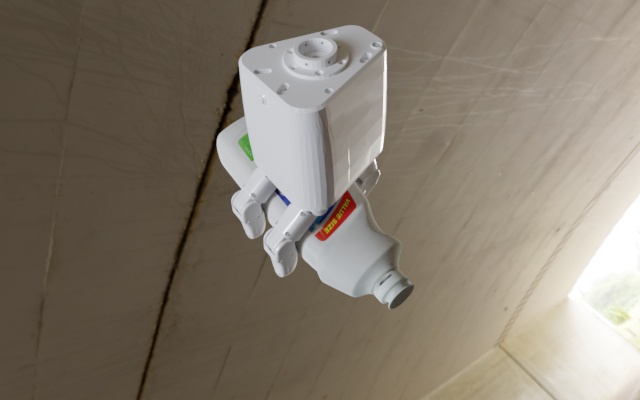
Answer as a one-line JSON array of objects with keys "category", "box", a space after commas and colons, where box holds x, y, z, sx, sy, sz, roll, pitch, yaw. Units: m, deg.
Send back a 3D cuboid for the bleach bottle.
[{"category": "bleach bottle", "box": [0.000, 0.002, 0.469, 0.102, 0.068, 0.250, -32, 56, -20]}]
